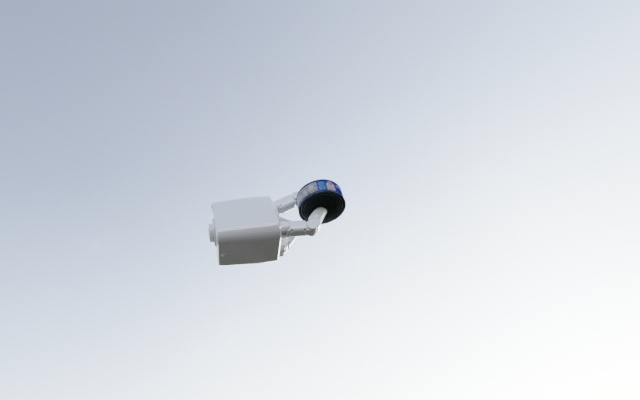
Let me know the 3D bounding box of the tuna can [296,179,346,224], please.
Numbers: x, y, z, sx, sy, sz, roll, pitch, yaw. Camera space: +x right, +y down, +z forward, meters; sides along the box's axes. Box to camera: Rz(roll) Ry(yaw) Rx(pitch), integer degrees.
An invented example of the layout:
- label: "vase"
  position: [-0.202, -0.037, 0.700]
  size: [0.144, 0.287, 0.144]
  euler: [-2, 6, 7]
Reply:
- label: "tuna can"
  position: [0.000, 0.002, 0.858]
  size: [0.086, 0.033, 0.086]
  euler: [-8, -43, -8]
